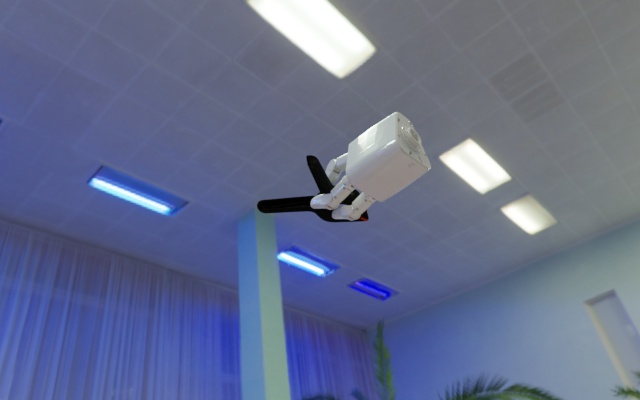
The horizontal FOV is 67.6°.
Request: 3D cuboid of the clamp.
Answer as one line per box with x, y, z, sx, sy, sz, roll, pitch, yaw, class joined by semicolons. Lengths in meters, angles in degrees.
0.001;0.002;0.880;0.210;0.036;0.164;26;-46;-38;clamp
